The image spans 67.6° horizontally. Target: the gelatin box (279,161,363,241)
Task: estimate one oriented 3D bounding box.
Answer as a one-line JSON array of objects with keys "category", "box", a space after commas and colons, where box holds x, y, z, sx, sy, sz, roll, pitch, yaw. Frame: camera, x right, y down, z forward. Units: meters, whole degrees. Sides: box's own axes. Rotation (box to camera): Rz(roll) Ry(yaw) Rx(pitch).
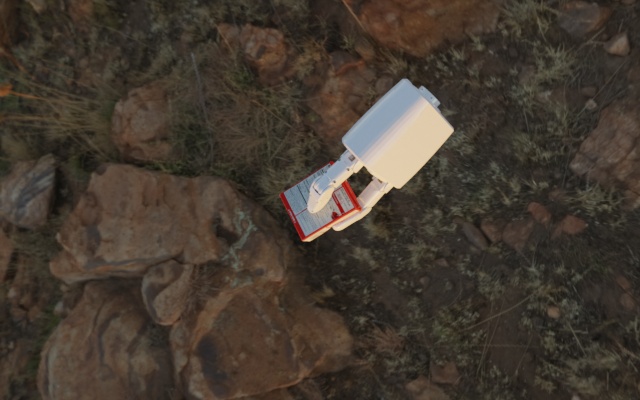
[{"category": "gelatin box", "box": [0.000, 0.002, 0.637, 0.089, 0.073, 0.030, -32, -15, 14]}]
